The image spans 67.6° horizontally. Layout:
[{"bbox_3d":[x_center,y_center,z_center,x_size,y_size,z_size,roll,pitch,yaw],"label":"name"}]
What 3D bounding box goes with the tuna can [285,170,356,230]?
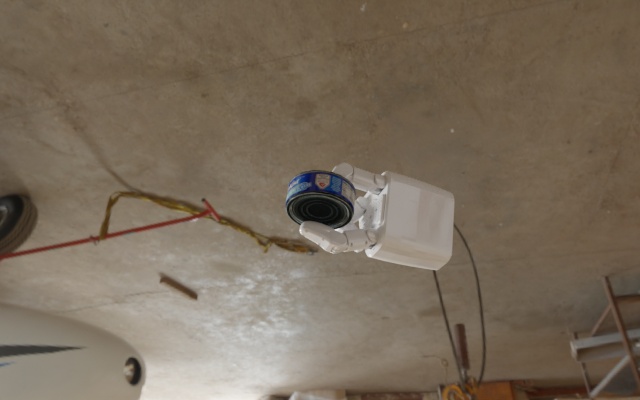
[{"bbox_3d":[0.000,0.002,0.589,0.086,0.033,0.086,5,-35,3],"label":"tuna can"}]
